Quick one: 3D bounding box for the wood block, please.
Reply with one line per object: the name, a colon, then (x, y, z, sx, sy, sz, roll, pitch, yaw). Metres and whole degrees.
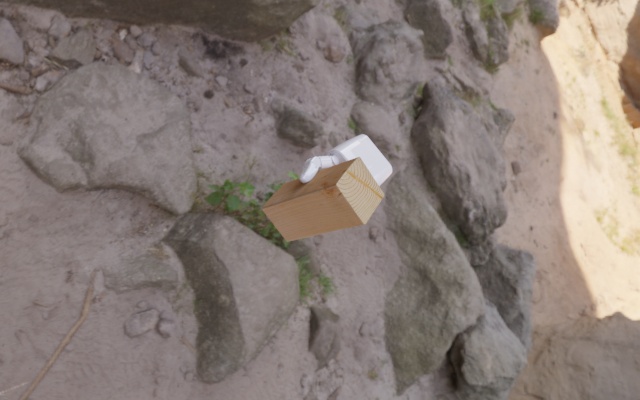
wood block: (0.000, 0.002, 0.887, 0.206, 0.091, 0.090, -17, 25, 45)
